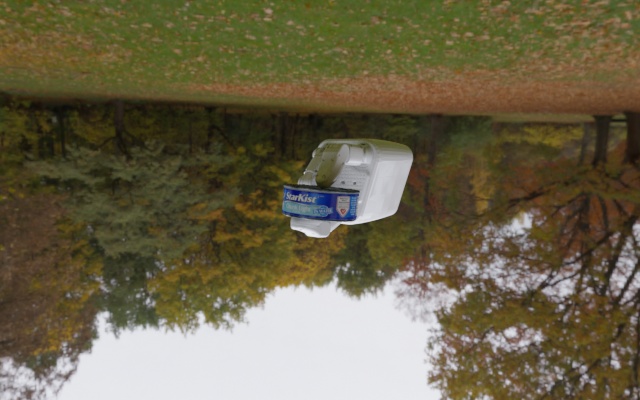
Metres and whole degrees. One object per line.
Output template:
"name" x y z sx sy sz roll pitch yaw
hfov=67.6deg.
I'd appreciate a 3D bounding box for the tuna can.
"tuna can" 0.000 0.002 0.534 0.086 0.034 0.086 5 4 0
